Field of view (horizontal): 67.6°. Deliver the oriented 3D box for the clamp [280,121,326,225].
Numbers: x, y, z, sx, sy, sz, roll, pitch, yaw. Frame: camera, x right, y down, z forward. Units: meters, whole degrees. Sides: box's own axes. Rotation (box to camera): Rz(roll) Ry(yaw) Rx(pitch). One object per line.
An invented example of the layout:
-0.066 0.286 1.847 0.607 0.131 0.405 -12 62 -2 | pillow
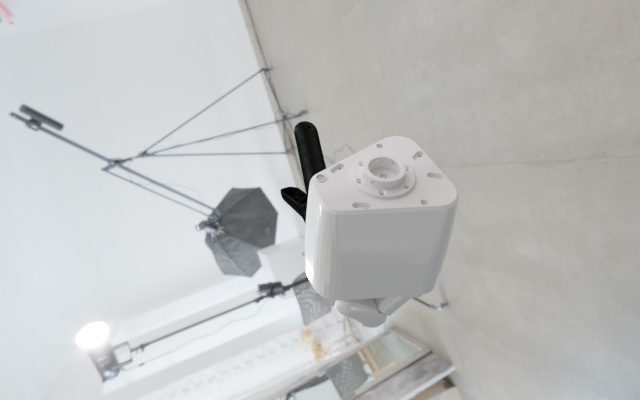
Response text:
0.000 0.002 0.502 0.039 0.120 0.171 -16 48 -21 | clamp
